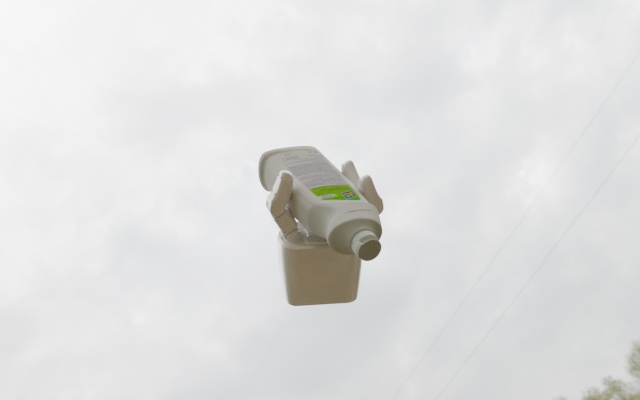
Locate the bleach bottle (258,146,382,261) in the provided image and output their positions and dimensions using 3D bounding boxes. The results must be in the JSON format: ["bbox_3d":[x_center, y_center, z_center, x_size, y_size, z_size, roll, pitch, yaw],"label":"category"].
[{"bbox_3d":[0.000,0.002,0.626,0.102,0.068,0.250,-11,30,-19],"label":"bleach bottle"}]
